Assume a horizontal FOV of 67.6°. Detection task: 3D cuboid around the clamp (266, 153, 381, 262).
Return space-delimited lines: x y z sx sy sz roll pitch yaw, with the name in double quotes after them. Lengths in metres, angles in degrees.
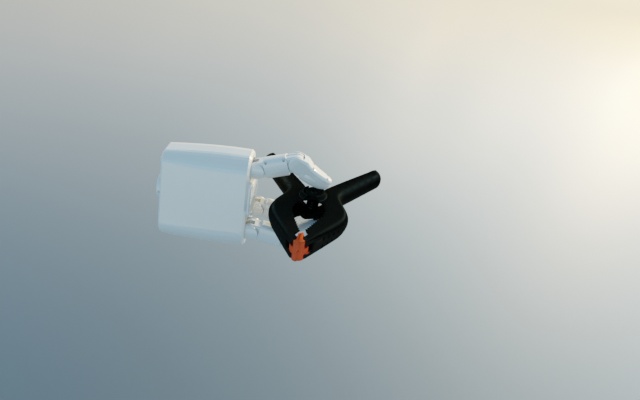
0.000 0.002 0.594 0.164 0.036 0.209 5 31 -2 "clamp"
